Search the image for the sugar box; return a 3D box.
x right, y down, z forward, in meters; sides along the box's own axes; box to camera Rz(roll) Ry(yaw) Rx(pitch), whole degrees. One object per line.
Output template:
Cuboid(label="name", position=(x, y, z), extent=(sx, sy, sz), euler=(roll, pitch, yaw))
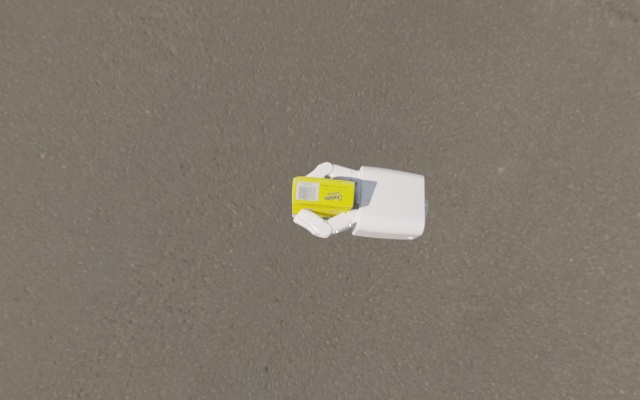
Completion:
Cuboid(label="sugar box", position=(0.000, 0.003, 0.788), extent=(0.093, 0.048, 0.176), euler=(6, -12, -1))
